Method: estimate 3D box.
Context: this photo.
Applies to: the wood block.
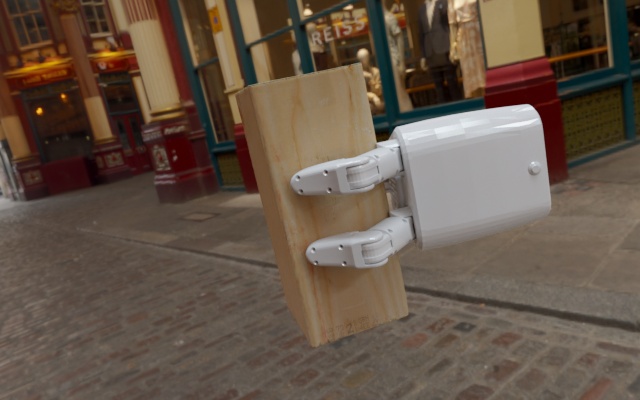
[{"bbox_3d":[0.000,0.001,0.405,0.090,0.206,0.091,-15,12,-13],"label":"wood block"}]
